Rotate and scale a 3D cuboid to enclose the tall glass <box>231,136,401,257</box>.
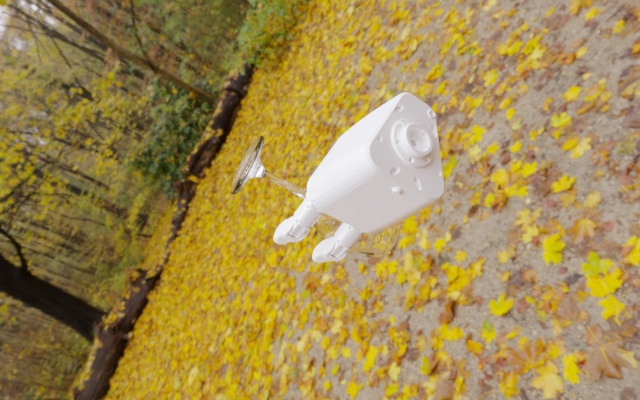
[{"bbox_3d":[-0.001,0.002,0.573,0.201,0.079,0.079,27,-10,-20],"label":"tall glass"}]
